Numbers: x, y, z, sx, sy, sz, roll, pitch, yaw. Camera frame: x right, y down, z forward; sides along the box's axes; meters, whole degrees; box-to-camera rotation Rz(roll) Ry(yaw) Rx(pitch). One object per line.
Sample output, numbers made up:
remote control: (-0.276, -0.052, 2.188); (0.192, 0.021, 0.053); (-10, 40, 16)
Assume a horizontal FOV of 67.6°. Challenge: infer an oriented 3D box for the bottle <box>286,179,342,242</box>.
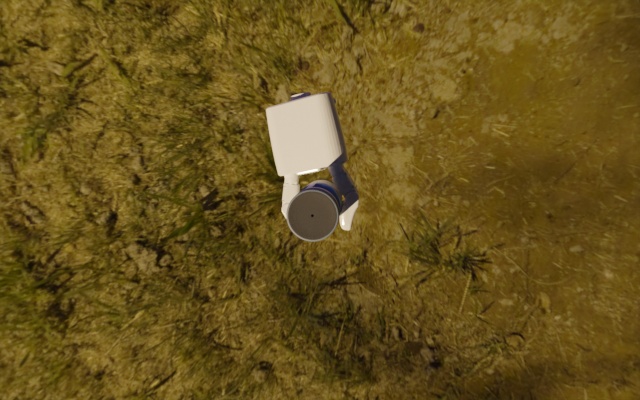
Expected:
bottle: (0.000, 0.003, 0.744); (0.069, 0.069, 0.295); (0, 7, 4)
